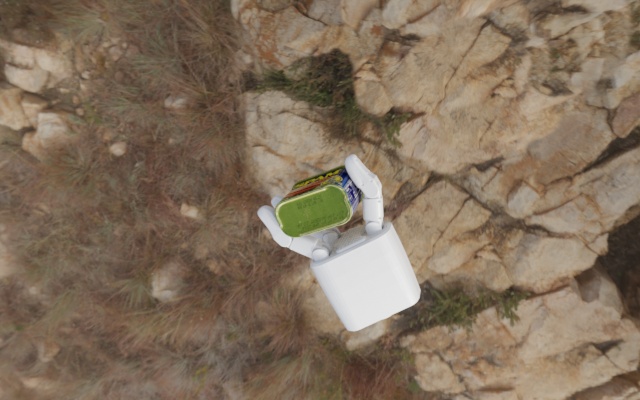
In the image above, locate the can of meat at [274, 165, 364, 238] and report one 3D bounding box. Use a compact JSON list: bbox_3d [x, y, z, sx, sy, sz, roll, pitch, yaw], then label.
[{"bbox_3d":[0.000,0.002,0.609,0.102,0.057,0.084,-19,13,20],"label":"can of meat"}]
